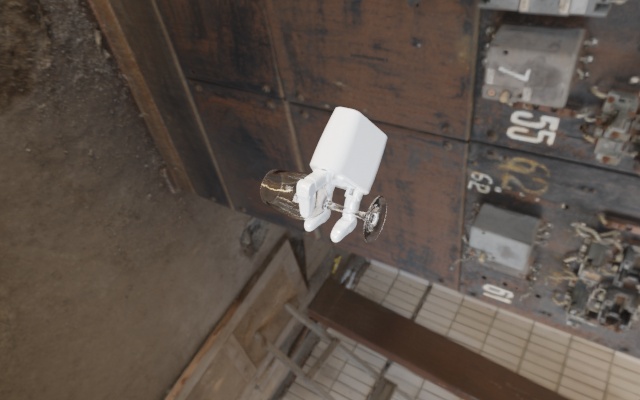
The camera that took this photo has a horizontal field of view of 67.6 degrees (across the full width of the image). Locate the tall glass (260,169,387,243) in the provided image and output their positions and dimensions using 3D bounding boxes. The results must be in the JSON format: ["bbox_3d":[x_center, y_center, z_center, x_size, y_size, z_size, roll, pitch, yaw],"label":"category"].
[{"bbox_3d":[0.001,0.003,0.766,0.201,0.079,0.079,17,8,28],"label":"tall glass"}]
